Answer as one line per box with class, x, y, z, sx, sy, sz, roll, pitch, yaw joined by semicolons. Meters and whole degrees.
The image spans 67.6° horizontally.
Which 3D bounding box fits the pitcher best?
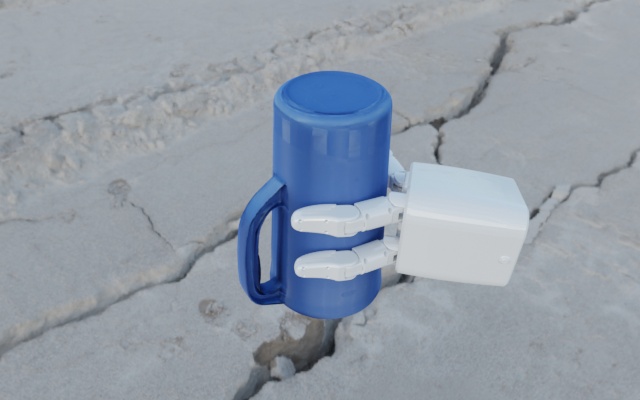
pitcher;0.000;0.002;0.493;0.145;0.243;0.149;9;38;10
